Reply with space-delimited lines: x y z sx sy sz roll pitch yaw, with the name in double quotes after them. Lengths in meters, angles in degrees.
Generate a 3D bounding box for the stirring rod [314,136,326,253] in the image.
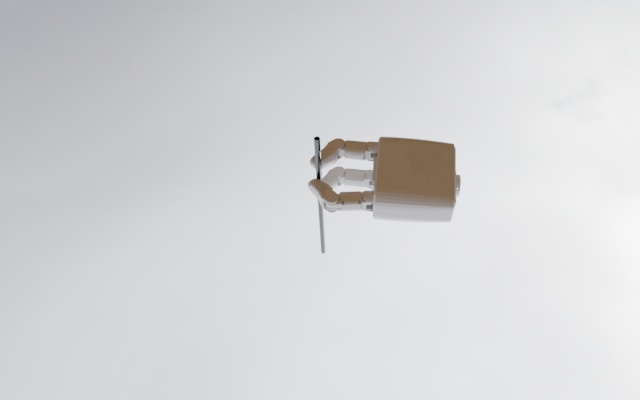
0.000 0.002 0.702 0.011 0.011 0.240 0 -43 3 "stirring rod"
